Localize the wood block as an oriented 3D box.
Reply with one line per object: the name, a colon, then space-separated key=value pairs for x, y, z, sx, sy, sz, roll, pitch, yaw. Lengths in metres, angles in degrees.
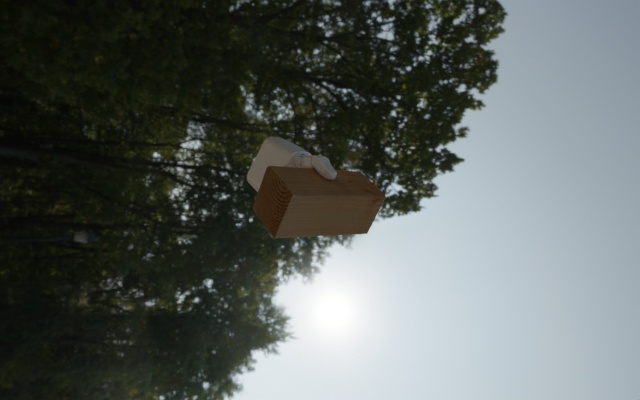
wood block: x=0.000 y=0.002 z=0.841 sx=0.206 sy=0.091 sz=0.090 roll=0 pitch=34 yaw=-38
